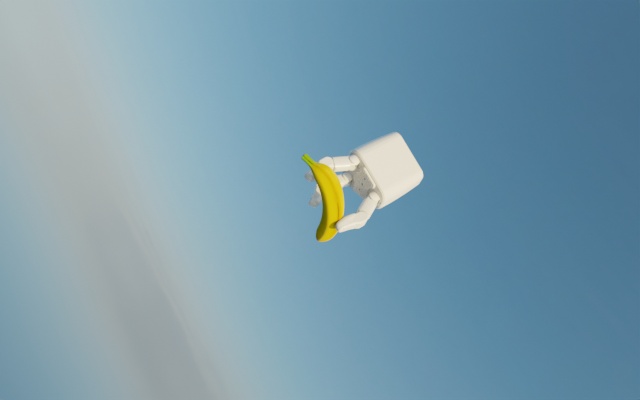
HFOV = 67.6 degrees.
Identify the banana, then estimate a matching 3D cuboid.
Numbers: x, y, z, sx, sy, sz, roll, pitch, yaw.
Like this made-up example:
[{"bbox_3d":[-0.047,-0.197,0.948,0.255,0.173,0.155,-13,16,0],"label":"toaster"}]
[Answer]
[{"bbox_3d":[0.012,0.008,0.830,0.037,0.198,0.069,-32,45,-28],"label":"banana"}]
